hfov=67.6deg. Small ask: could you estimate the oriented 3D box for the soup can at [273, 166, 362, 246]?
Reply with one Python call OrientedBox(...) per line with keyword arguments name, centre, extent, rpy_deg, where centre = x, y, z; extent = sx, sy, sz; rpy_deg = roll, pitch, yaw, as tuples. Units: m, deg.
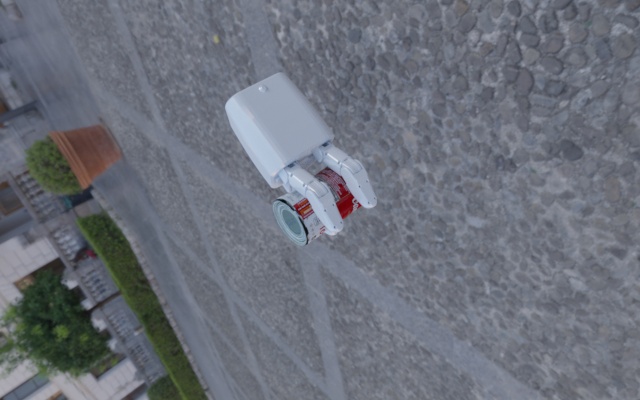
OrientedBox(name="soup can", centre=(0.000, 0.003, 0.594), extent=(0.102, 0.068, 0.068), rpy_deg=(-34, 16, -26))
